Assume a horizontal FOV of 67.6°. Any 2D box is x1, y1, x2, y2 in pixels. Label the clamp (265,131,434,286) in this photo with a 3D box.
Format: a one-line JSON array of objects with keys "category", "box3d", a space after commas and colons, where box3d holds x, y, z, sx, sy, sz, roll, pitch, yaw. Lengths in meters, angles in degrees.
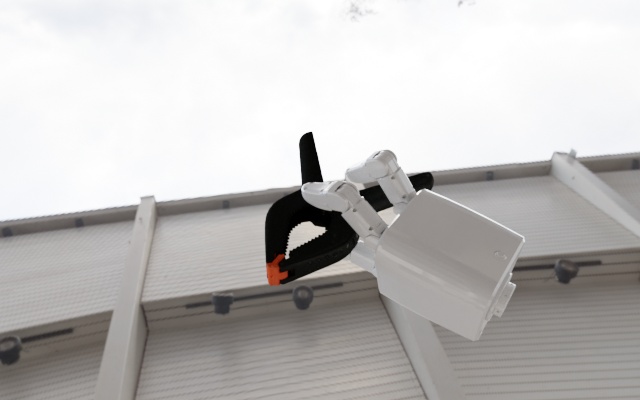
[{"category": "clamp", "box3d": [0.000, 0.003, 0.493, 0.164, 0.036, 0.210, 27, 49, 25]}]
